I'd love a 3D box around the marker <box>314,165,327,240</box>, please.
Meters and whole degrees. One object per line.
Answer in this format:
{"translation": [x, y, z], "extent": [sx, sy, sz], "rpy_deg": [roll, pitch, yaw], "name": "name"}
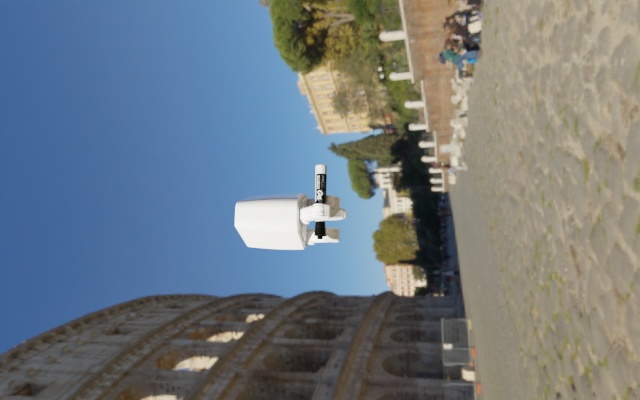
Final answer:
{"translation": [0.000, 0.003, 0.770], "extent": [0.020, 0.121, 0.020], "rpy_deg": [1, -11, 0], "name": "marker"}
